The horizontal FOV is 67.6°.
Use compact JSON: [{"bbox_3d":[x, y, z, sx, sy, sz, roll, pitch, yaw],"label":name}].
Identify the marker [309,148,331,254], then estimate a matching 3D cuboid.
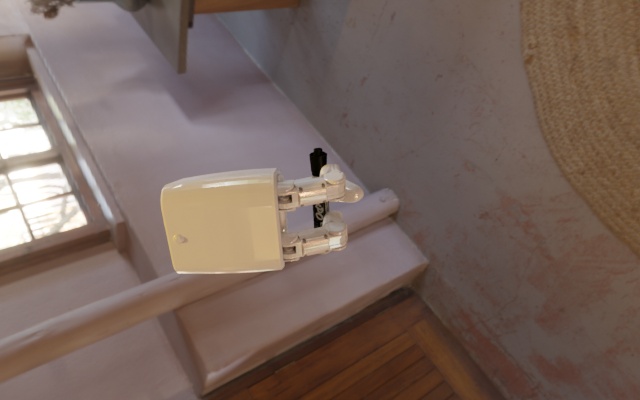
[{"bbox_3d":[0.000,0.002,0.519,0.020,0.121,0.020,-3,24,1],"label":"marker"}]
